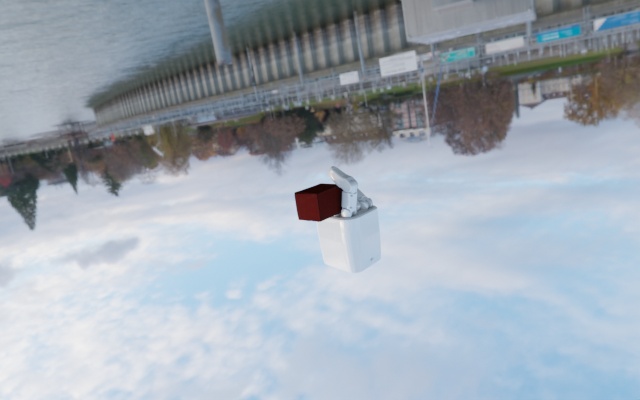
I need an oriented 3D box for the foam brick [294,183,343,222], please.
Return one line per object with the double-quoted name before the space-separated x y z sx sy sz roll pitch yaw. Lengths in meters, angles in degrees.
"foam brick" 0.000 0.003 0.849 0.053 0.051 0.078 5 16 39
